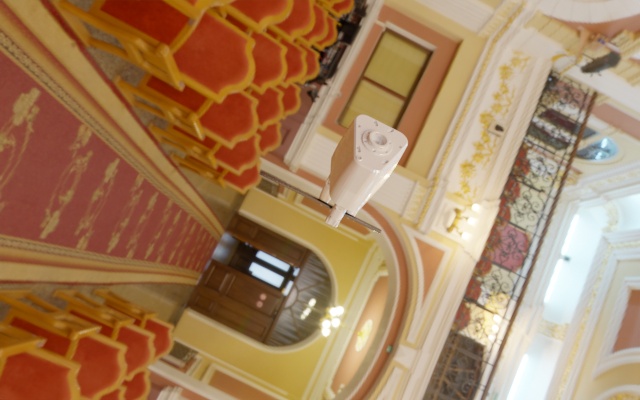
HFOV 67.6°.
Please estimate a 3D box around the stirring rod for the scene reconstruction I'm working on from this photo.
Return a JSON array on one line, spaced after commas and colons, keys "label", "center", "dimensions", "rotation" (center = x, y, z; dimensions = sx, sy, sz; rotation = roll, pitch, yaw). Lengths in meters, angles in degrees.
[{"label": "stirring rod", "center": [0.000, 0.003, 0.851], "dimensions": [0.239, 0.011, 0.011], "rotation": [26, -1, -2]}]
